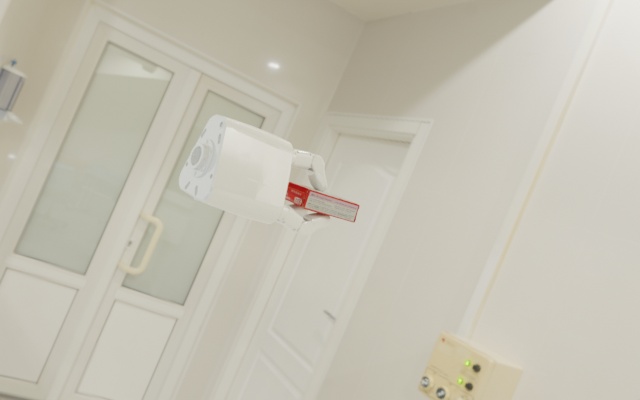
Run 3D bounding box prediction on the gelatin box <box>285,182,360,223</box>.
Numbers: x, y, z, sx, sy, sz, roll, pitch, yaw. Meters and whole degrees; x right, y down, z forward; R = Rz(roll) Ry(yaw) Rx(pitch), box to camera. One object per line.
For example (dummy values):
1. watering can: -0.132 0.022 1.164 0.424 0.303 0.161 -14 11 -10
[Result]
1. gelatin box: 0.001 0.002 0.690 0.089 0.030 0.073 16 4 -28
